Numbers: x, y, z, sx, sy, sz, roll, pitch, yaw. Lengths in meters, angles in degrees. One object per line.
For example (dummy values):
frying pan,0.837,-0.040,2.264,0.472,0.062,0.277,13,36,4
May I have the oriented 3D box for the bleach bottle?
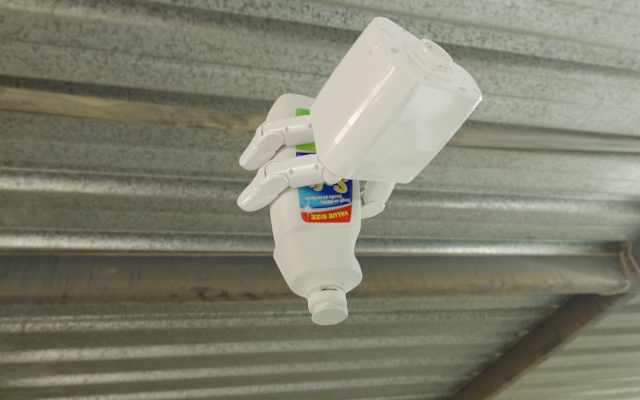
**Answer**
bleach bottle,0.000,0.001,0.464,0.102,0.250,0.068,15,-47,-25
